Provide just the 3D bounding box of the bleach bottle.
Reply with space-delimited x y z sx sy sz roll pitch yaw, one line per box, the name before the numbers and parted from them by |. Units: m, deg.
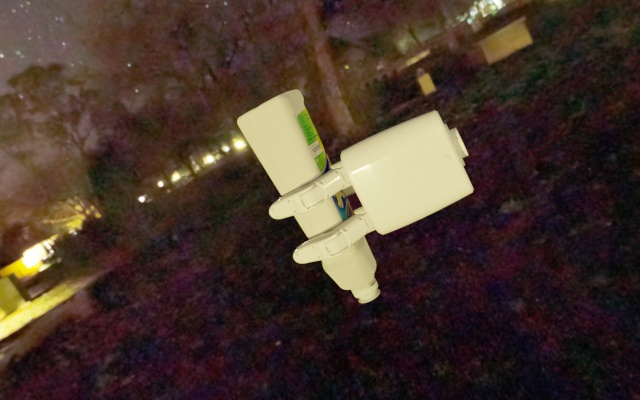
bleach bottle | 0.000 0.002 0.546 0.068 0.251 0.102 -25 11 15
